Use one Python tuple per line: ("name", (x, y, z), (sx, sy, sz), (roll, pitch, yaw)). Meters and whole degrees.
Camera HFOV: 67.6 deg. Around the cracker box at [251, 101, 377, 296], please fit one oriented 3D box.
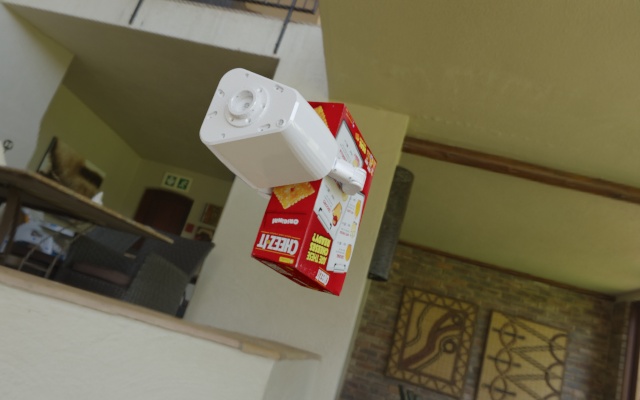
("cracker box", (0.000, 0.002, 0.638), (0.072, 0.213, 0.164), (10, -18, 25))
